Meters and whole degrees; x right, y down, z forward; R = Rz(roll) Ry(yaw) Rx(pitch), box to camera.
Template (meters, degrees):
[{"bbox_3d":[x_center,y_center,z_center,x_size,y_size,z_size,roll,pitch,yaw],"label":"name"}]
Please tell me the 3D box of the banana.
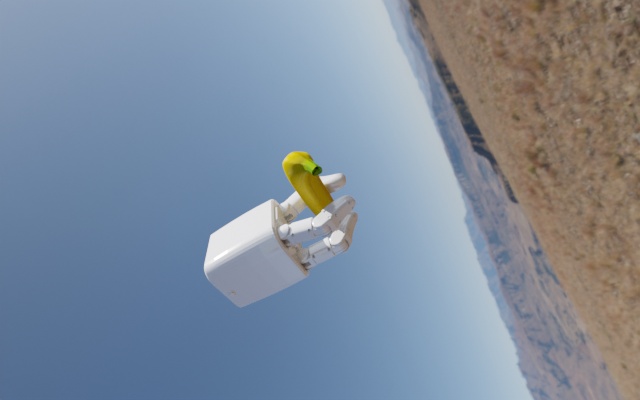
[{"bbox_3d":[-0.010,-0.013,0.605,0.037,0.069,0.198,-33,-25,-2],"label":"banana"}]
